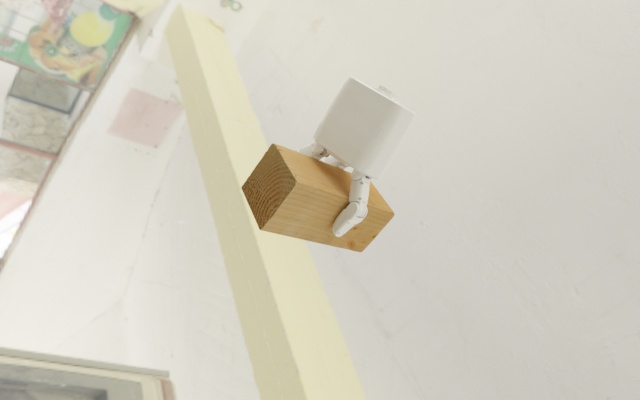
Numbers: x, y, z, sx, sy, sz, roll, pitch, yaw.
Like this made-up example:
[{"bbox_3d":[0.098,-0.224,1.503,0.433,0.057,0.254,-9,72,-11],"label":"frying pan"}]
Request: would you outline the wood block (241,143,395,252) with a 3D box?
[{"bbox_3d":[0.001,0.002,0.710,0.206,0.090,0.090,17,31,-42],"label":"wood block"}]
